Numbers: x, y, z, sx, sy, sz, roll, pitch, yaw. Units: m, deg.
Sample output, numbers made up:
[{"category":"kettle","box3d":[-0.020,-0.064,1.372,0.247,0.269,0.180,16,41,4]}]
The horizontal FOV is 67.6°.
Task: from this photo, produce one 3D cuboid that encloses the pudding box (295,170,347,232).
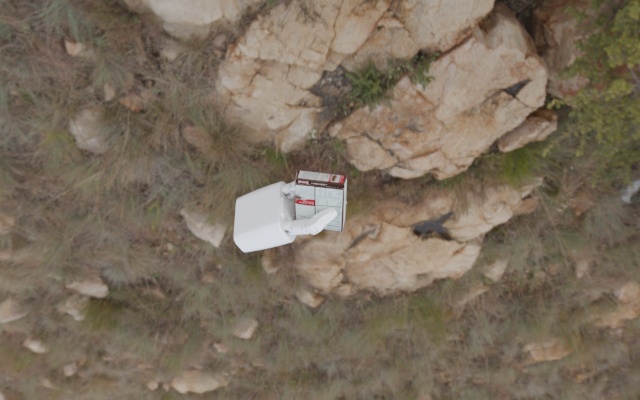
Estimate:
[{"category":"pudding box","box3d":[0.000,0.003,0.854,0.090,0.039,0.114,6,-44,6]}]
